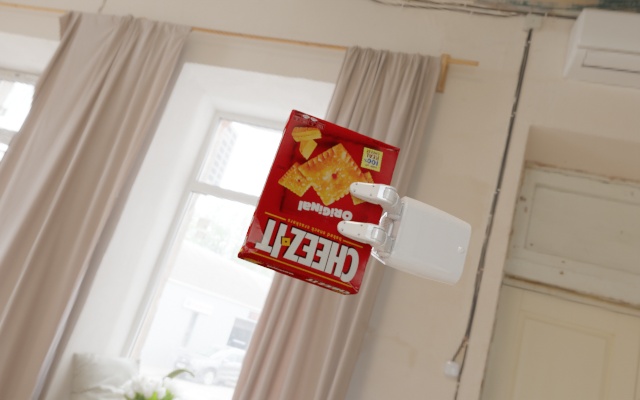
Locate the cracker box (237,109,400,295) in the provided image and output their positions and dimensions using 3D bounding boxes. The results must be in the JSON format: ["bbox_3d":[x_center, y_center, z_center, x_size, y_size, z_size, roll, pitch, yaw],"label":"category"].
[{"bbox_3d":[0.000,0.002,0.656,0.164,0.213,0.072,20,-16,-8],"label":"cracker box"}]
